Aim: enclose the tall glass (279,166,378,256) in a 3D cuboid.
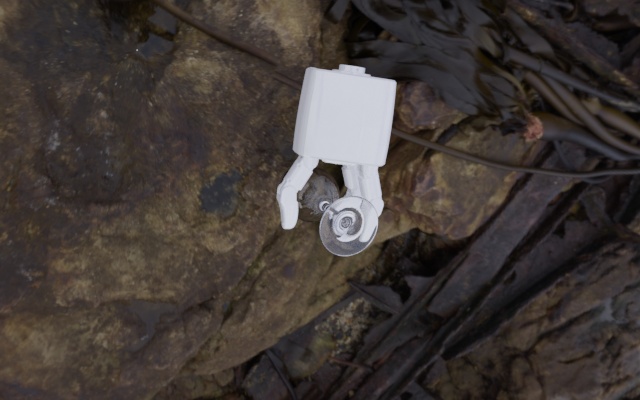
[{"bbox_3d":[0.000,0.002,0.643,0.079,0.079,0.201,0,16,-21],"label":"tall glass"}]
